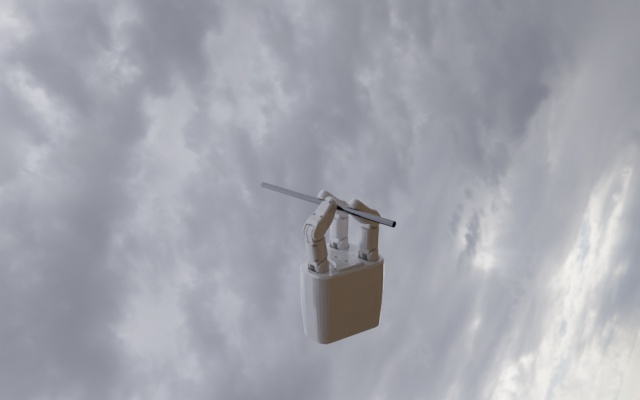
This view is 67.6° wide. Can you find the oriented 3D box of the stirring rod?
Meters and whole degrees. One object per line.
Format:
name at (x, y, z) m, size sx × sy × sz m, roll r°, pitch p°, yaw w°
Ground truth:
stirring rod at (0.000, 0.002, 0.637) m, size 0.239 × 0.011 × 0.011 m, roll 17°, pitch 11°, yaw 42°
